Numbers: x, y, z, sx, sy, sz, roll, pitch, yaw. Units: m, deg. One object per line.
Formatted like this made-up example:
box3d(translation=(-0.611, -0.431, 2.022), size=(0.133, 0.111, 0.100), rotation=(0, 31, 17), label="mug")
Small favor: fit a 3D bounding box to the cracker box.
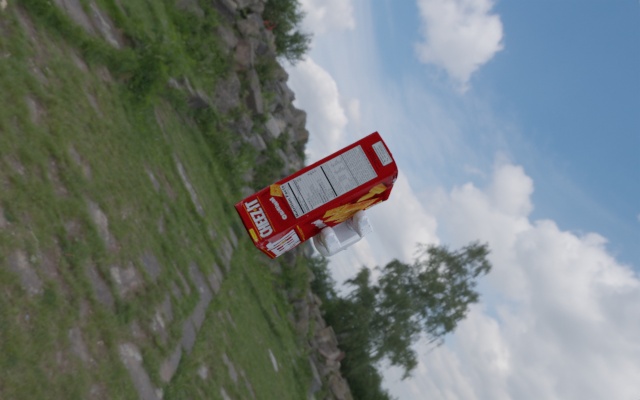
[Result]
box3d(translation=(0.000, 0.002, 0.688), size=(0.213, 0.072, 0.164), rotation=(-28, -12, -4), label="cracker box")
